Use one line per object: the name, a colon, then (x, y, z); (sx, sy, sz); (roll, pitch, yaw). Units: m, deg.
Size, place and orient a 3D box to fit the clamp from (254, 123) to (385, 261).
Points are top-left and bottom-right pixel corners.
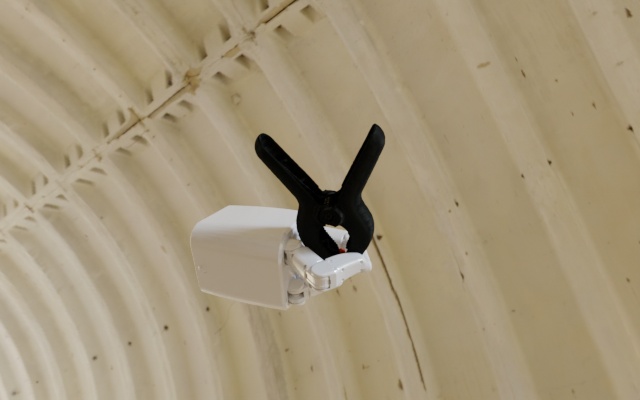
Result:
clamp: (0.000, 0.001, 0.469); (0.120, 0.172, 0.039); (8, 33, 15)
